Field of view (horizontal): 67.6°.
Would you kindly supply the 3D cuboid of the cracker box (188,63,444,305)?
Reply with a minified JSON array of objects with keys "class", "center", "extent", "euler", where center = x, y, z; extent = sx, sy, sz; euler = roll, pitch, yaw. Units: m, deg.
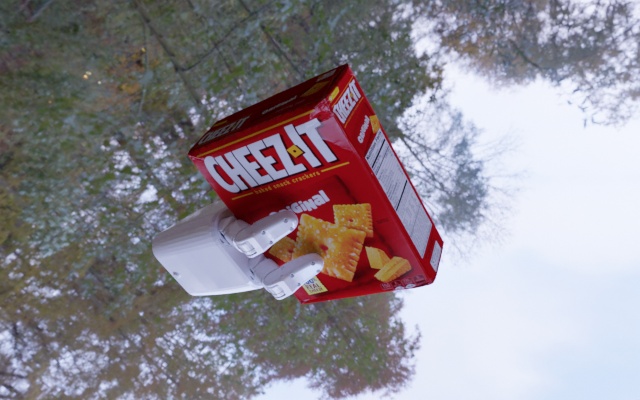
[{"class":"cracker box","center":[0.000,0.002,0.467],"extent":[0.164,0.214,0.072],"euler":[-15,31,33]}]
